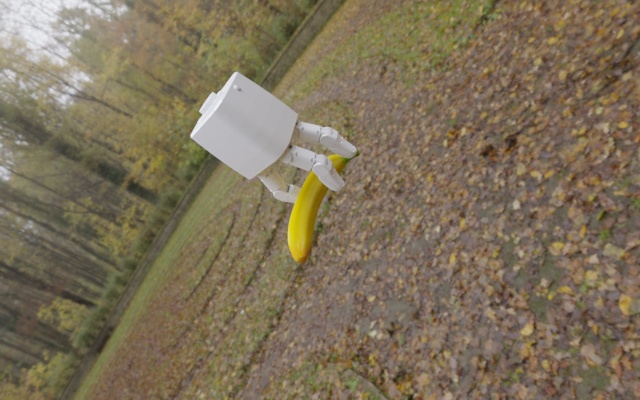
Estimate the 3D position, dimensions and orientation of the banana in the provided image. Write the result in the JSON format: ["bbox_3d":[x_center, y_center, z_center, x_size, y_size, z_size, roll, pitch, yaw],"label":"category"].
[{"bbox_3d":[-0.009,0.002,0.695,0.037,0.197,0.069,37,-26,-25],"label":"banana"}]
